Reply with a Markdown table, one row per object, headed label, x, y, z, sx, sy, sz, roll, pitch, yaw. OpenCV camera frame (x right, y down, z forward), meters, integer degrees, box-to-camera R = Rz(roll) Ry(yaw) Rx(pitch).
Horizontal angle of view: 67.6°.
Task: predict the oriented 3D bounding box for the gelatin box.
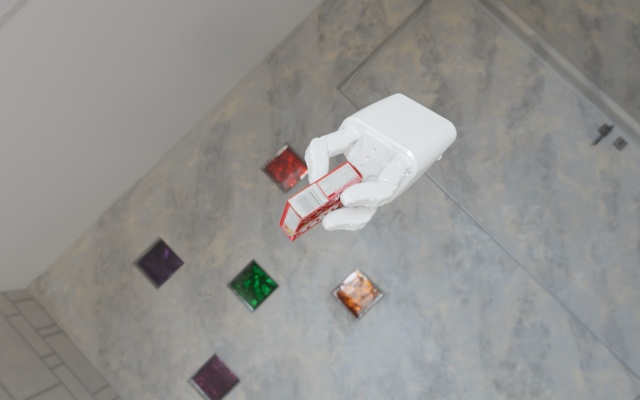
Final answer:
| label | x | y | z | sx | sy | sz | roll | pitch | yaw |
| --- | --- | --- | --- | --- | --- | --- | --- | --- | --- |
| gelatin box | 0.000 | 0.002 | 0.537 | 0.089 | 0.030 | 0.073 | -33 | -12 | -23 |
